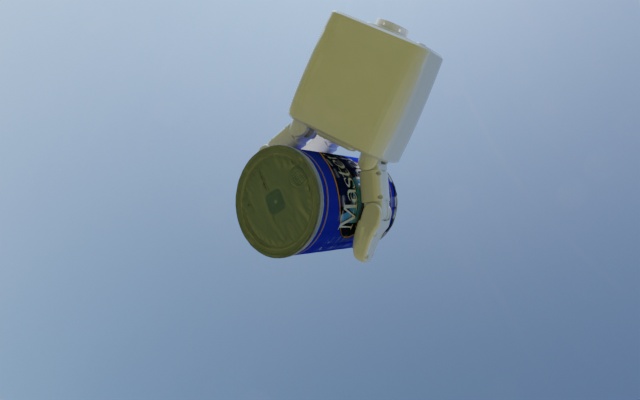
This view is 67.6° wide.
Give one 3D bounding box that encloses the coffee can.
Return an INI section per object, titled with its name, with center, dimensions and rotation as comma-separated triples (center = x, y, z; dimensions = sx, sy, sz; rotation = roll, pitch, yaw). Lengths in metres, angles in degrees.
[coffee can]
center = 0.000, 0.002, 0.485
dimensions = 0.103, 0.103, 0.140
rotation = 0, 0, 37
